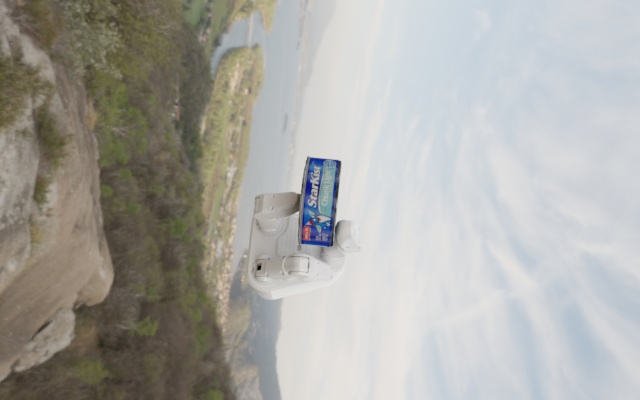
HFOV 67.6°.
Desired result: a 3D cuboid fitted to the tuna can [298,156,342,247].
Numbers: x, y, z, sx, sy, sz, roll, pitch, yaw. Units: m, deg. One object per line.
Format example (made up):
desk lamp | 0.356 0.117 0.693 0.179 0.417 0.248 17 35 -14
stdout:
tuna can | 0.001 0.002 0.459 0.034 0.086 0.086 6 0 2
